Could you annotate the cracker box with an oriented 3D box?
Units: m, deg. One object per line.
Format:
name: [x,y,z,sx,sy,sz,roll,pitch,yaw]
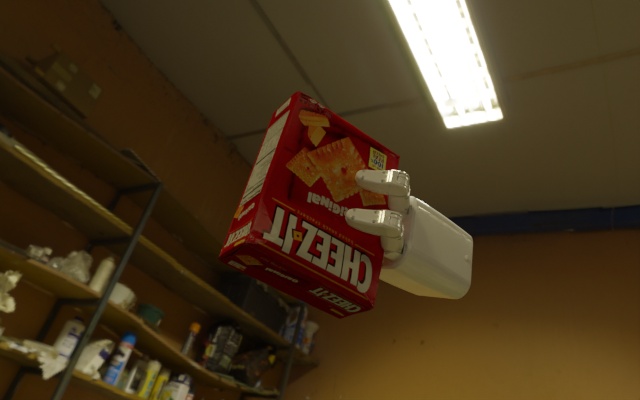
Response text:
cracker box: [0.000,0.002,0.550,0.164,0.213,0.072,30,-36,-22]
